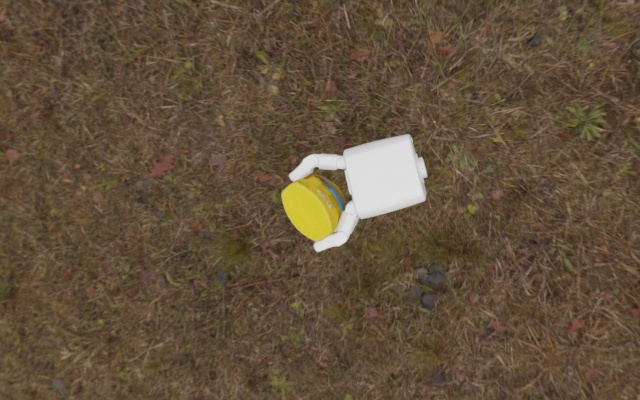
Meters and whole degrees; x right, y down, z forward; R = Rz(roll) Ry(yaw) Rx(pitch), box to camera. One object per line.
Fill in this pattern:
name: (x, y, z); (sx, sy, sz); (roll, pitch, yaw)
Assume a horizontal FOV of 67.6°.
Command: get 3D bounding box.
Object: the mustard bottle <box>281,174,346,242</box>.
mustard bottle: (0.000, 0.003, 0.790); (0.058, 0.096, 0.191); (-38, -1, 16)
